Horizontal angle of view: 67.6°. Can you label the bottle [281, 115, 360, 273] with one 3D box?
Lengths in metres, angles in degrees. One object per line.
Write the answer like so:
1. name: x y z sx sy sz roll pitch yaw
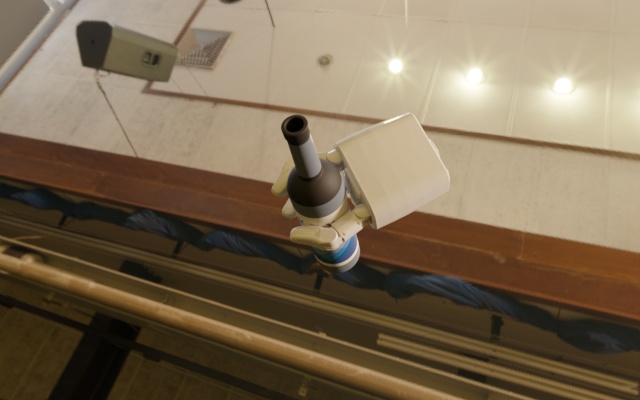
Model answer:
1. bottle: 0.000 0.002 0.589 0.069 0.069 0.296 0 -31 12
